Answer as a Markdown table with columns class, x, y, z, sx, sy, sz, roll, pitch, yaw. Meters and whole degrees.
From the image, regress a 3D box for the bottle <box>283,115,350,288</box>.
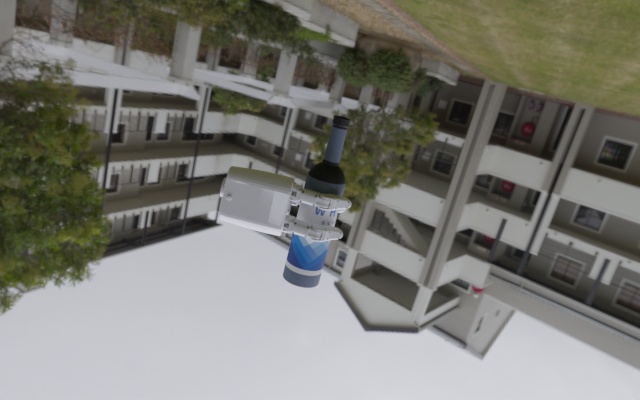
| class | x | y | z | sx | sy | sz | roll | pitch | yaw |
| --- | --- | --- | --- | --- | --- | --- | --- | --- | --- |
| bottle | 0.000 | 0.003 | 0.813 | 0.069 | 0.296 | 0.069 | 13 | 15 | -4 |
